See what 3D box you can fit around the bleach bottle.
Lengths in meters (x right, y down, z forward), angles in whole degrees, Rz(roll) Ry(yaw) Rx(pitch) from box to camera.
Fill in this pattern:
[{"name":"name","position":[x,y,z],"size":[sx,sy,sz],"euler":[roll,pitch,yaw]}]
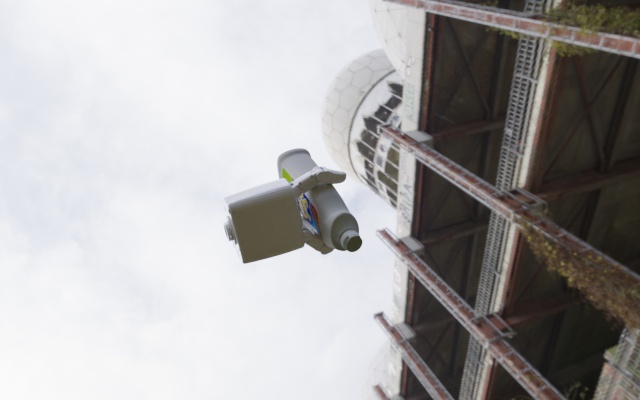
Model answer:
[{"name":"bleach bottle","position":[0.000,0.003,0.809],"size":[0.068,0.103,0.250],"euler":[-17,33,-18]}]
